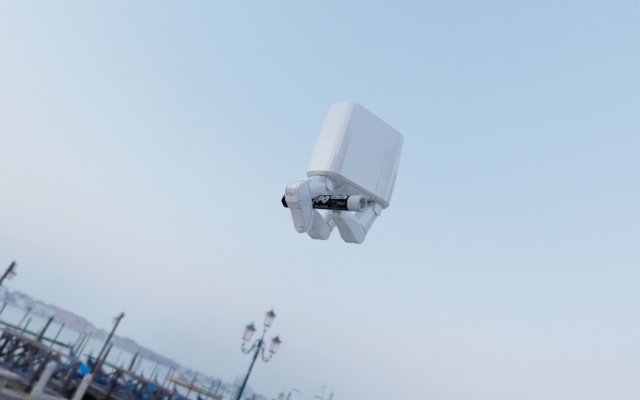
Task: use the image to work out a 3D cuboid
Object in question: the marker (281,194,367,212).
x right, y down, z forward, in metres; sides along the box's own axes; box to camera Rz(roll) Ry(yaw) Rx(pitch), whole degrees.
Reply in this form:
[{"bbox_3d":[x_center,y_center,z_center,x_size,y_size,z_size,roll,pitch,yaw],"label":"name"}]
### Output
[{"bbox_3d":[0.000,0.002,0.568,0.121,0.020,0.020,2,1,39],"label":"marker"}]
